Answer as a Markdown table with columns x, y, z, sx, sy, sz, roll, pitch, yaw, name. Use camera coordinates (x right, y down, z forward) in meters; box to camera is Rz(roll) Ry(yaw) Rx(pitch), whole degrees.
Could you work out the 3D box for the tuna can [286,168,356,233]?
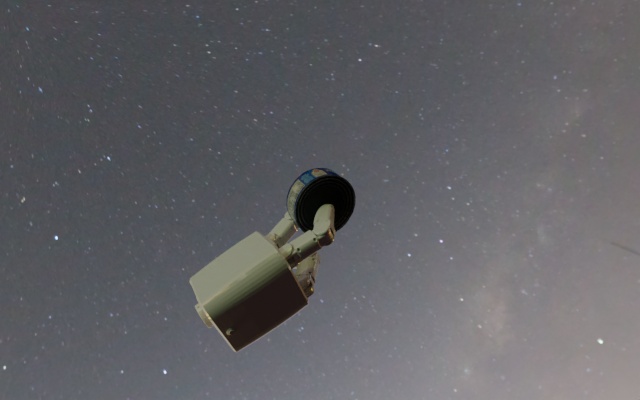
| x | y | z | sx | sy | sz | roll | pitch | yaw | name |
| --- | --- | --- | --- | --- | --- | --- | --- | --- | --- |
| 0.000 | 0.002 | 0.617 | 0.086 | 0.086 | 0.033 | 0 | 23 | -29 | tuna can |
